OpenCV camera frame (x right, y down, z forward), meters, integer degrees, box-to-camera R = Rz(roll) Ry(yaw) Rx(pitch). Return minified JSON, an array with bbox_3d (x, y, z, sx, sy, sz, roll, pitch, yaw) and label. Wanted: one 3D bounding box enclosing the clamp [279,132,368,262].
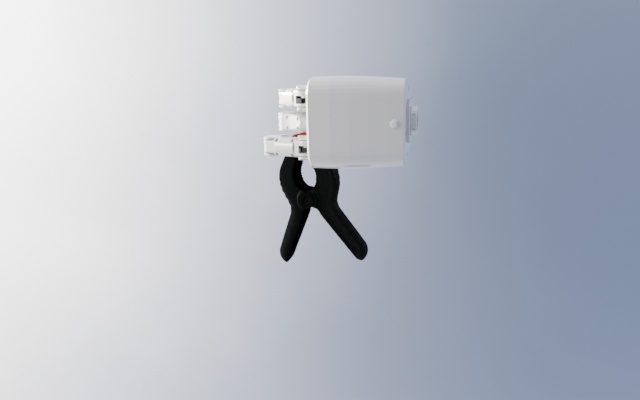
[{"bbox_3d":[0.000,0.002,0.595,0.120,0.171,0.039,3,18,17],"label":"clamp"}]
